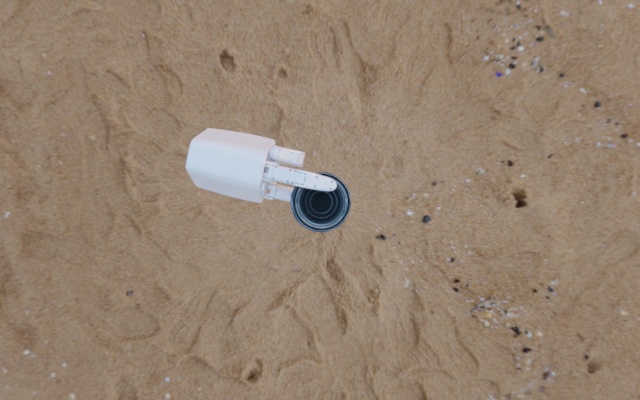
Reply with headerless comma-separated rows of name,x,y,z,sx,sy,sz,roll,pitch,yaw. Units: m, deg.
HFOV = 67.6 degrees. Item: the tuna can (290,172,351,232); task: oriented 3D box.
tuna can,0.000,0.002,0.679,0.086,0.086,0.034,0,0,-5
